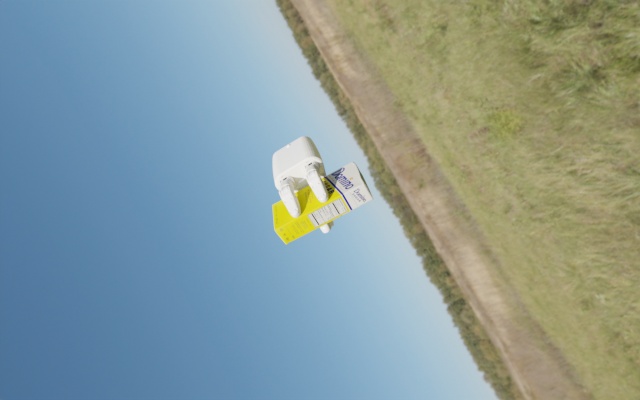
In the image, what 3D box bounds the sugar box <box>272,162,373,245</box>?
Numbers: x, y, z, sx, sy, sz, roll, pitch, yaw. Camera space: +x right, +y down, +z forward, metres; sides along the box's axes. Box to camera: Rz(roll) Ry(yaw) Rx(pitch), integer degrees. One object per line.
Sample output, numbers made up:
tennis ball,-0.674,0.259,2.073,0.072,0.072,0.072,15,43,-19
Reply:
sugar box,0.000,0.002,0.856,0.176,0.048,0.093,-31,30,8
